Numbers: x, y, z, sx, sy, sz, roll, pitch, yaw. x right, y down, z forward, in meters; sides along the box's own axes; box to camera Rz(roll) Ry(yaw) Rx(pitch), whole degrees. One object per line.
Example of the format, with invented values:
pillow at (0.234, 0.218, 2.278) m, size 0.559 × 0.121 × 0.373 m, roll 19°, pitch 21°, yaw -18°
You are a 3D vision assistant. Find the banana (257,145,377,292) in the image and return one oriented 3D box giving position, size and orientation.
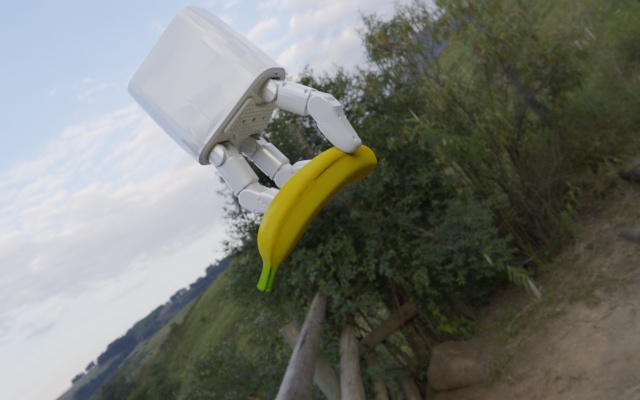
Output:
banana at (0.001, -0.009, 0.421) m, size 0.037 × 0.070 × 0.197 m, roll 30°, pitch 49°, yaw 17°
